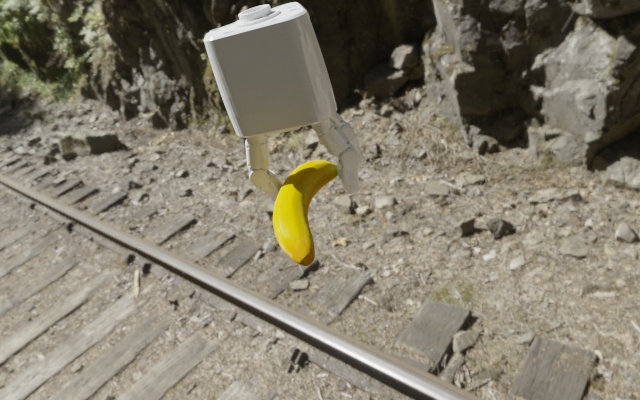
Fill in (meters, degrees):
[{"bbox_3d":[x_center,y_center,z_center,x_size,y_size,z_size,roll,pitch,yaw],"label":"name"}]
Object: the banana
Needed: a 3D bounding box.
[{"bbox_3d":[-0.017,0.001,0.526,0.069,0.037,0.197,-3,32,20],"label":"banana"}]
